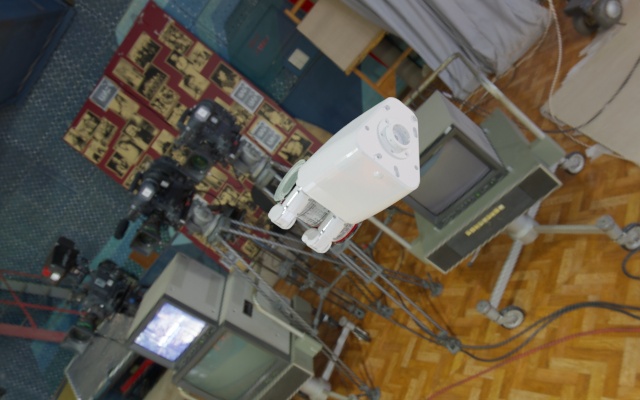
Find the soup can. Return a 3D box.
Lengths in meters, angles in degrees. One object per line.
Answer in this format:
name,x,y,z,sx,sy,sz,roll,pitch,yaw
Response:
soup can,0.000,0.002,0.617,0.102,0.068,0.068,35,-13,-18
